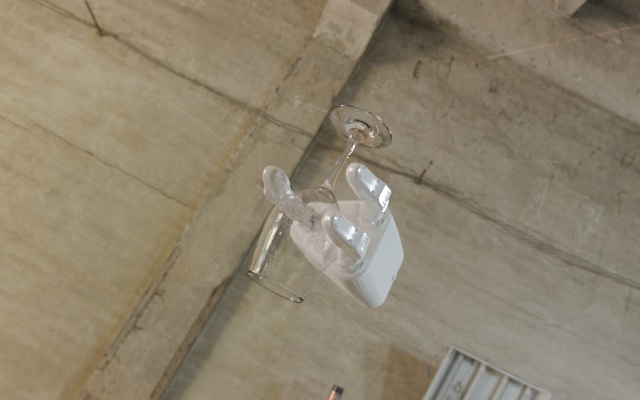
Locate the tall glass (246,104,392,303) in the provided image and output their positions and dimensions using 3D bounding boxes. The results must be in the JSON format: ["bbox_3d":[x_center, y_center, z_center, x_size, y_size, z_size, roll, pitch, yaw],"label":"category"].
[{"bbox_3d":[0.000,0.001,0.491,0.079,0.201,0.079,25,-21,10],"label":"tall glass"}]
